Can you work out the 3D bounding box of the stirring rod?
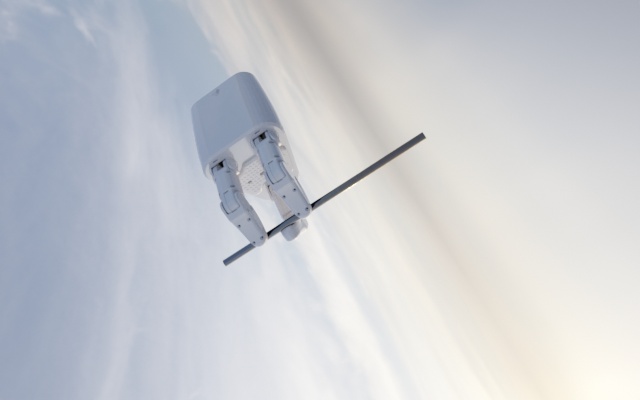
[{"bbox_3d":[0.000,0.002,0.479,0.239,0.011,0.011,-33,-6,10],"label":"stirring rod"}]
